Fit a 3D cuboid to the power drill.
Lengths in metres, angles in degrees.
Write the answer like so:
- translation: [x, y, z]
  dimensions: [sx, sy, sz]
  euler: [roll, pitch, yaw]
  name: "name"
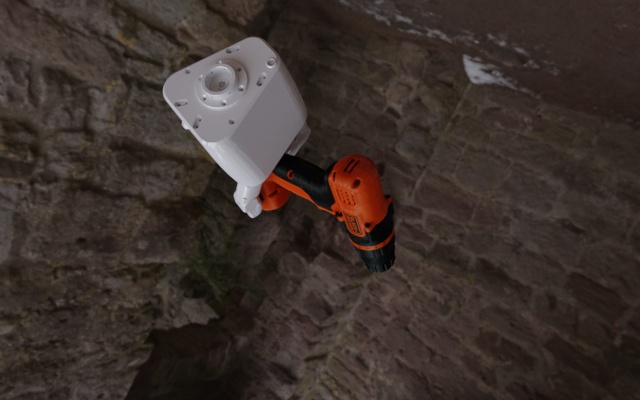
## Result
- translation: [0.000, 0.002, 0.561]
  dimensions: [0.187, 0.057, 0.185]
  euler: [20, -32, 31]
  name: "power drill"
